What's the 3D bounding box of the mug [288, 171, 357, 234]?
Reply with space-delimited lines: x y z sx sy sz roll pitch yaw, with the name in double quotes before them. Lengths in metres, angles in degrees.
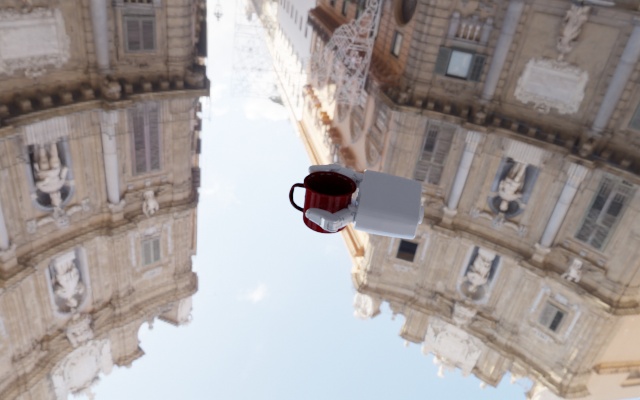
"mug" -0.001 0.003 0.840 0.117 0.081 0.093 11 30 6
